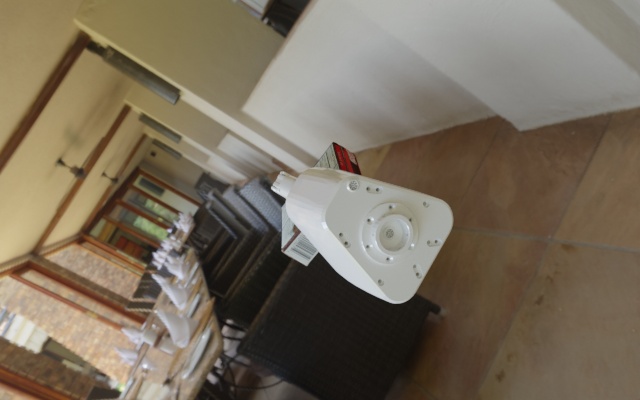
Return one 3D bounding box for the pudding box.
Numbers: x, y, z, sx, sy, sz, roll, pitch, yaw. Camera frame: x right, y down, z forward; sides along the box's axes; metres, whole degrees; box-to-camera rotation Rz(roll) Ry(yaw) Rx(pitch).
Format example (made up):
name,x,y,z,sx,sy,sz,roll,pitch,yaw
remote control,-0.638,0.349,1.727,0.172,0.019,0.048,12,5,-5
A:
name,x,y,z,sx,sy,sz,roll,pitch,yaw
pudding box,0.000,0.002,0.530,0.039,0.113,0.090,32,24,-21
